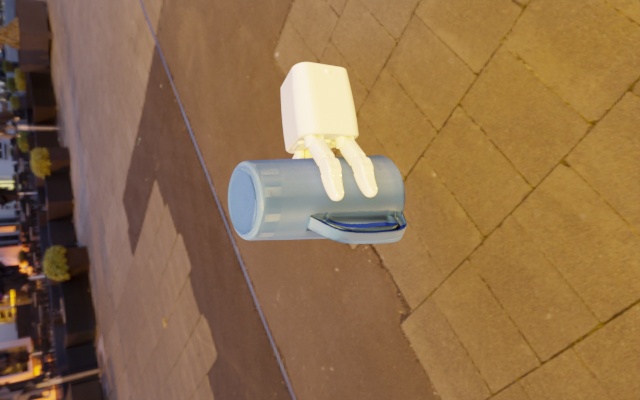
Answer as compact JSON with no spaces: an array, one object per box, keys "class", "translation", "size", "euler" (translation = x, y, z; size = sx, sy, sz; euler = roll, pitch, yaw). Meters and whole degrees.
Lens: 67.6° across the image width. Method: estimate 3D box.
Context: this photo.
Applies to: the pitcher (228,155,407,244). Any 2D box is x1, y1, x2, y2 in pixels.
[{"class":"pitcher","translation":[0.000,0.002,0.695],"size":[0.243,0.145,0.149],"euler":[-2,-10,-33]}]
